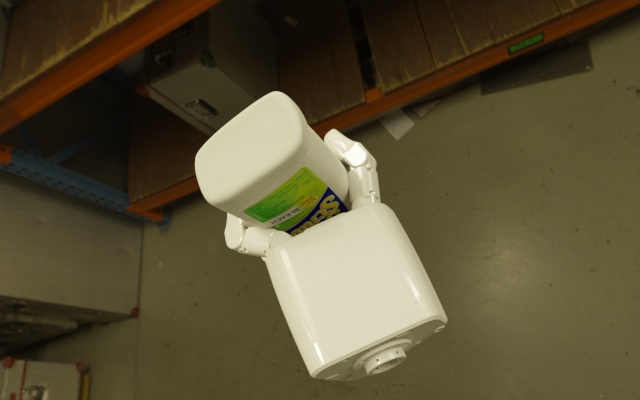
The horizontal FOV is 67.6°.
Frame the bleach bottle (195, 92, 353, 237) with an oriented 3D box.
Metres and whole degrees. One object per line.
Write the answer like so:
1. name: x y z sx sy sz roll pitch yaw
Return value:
1. bleach bottle: 0.000 0.002 0.461 0.102 0.068 0.251 -34 -33 15
